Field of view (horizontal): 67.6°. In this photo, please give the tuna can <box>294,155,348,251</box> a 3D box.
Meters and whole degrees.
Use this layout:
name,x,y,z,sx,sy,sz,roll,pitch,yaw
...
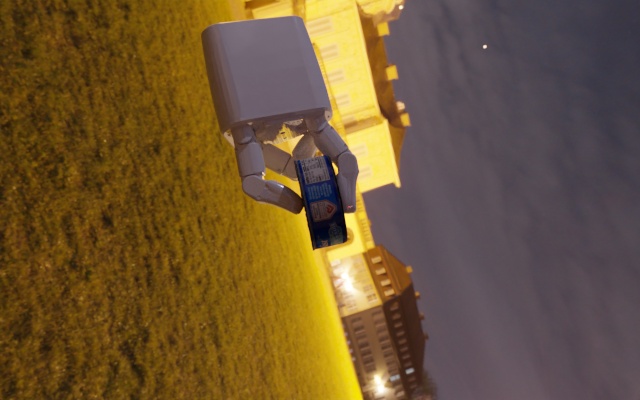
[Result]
name,x,y,z,sx,sy,sz,roll,pitch,yaw
tuna can,0.001,0.001,0.445,0.034,0.086,0.086,-12,0,-2
